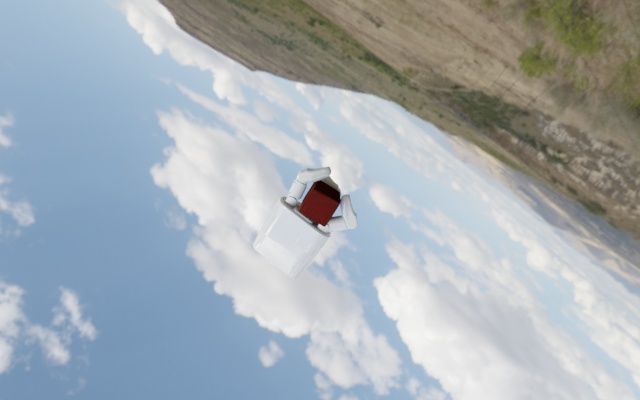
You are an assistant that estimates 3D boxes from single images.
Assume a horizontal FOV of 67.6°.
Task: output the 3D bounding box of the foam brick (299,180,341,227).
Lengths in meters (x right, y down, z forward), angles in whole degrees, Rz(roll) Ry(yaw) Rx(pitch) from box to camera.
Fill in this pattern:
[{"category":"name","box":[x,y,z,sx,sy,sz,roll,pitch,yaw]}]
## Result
[{"category":"foam brick","box":[0.000,0.003,0.834,0.053,0.051,0.078,31,14,-6]}]
